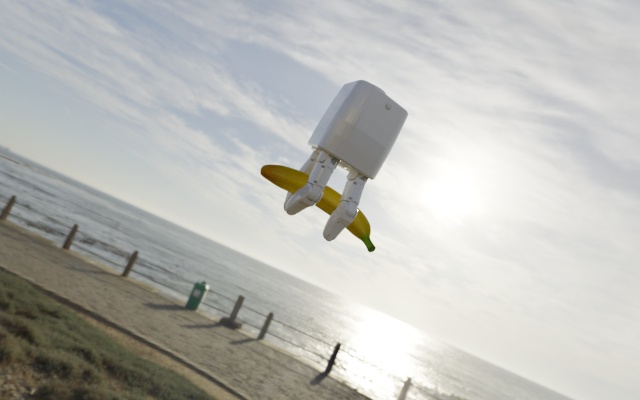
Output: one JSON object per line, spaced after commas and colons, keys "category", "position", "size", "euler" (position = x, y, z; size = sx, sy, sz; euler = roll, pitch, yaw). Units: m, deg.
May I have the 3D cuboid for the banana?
{"category": "banana", "position": [0.003, -0.001, 0.688], "size": [0.198, 0.037, 0.069], "euler": [34, 14, -10]}
